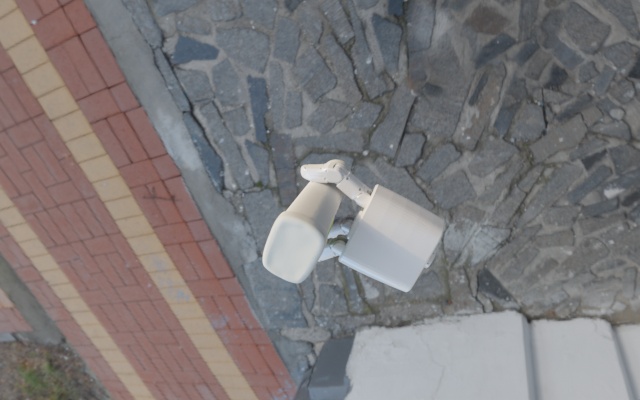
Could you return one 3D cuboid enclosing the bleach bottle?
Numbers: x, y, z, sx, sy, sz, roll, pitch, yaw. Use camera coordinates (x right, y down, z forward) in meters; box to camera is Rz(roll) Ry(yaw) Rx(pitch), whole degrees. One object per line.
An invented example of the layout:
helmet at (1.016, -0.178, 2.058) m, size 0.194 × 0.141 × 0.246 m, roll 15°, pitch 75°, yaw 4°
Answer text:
bleach bottle at (0.000, 0.002, 0.677) m, size 0.068 × 0.103 × 0.250 m, roll 27°, pitch 35°, yaw 2°
